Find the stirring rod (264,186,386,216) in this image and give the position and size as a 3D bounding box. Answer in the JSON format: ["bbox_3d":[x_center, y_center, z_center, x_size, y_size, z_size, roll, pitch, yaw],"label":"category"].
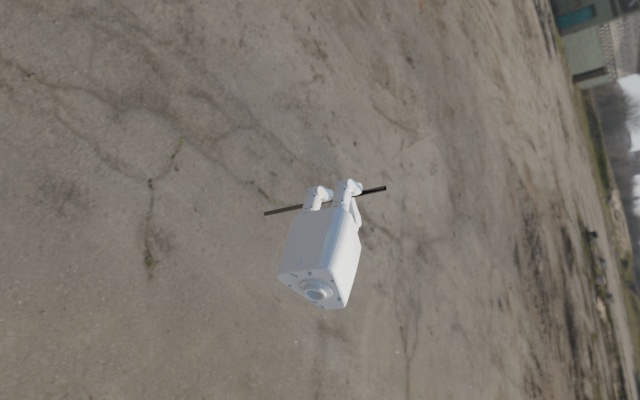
[{"bbox_3d":[0.000,0.003,0.804,0.239,0.011,0.011,-12,-6,31],"label":"stirring rod"}]
